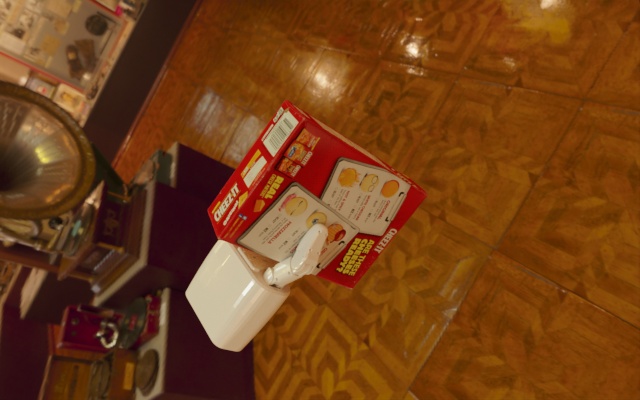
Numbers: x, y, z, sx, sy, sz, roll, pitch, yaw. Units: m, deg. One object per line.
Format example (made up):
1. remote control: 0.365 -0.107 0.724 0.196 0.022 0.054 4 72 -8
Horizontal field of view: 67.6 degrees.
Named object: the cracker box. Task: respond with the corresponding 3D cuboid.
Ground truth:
1. cracker box: 0.000 0.002 0.579 0.214 0.164 0.072 26 17 -37
